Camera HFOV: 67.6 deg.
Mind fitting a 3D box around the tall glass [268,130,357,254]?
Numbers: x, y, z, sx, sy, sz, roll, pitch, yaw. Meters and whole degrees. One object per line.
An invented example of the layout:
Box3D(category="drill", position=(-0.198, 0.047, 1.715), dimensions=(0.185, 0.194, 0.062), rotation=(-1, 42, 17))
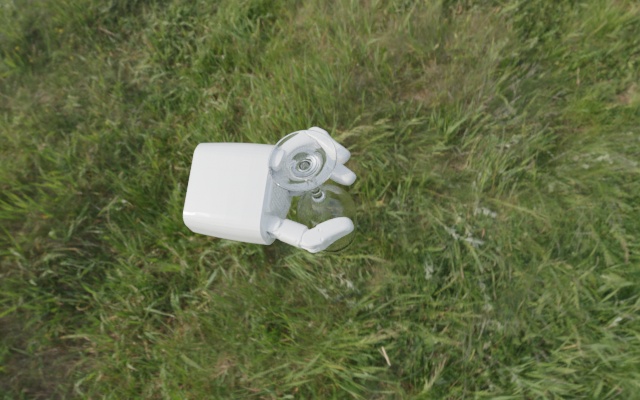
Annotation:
Box3D(category="tall glass", position=(0.000, 0.002, 0.580), dimensions=(0.079, 0.079, 0.201), rotation=(0, -27, 13))
